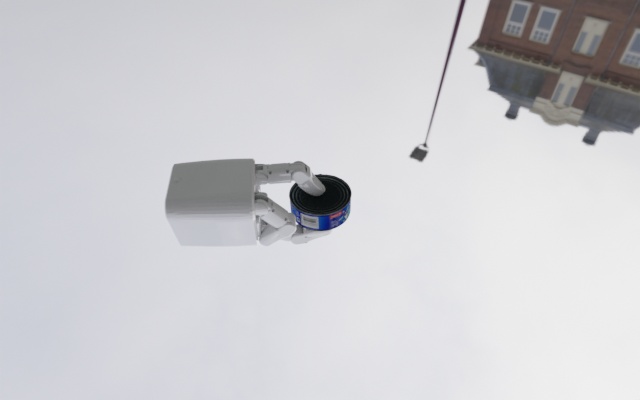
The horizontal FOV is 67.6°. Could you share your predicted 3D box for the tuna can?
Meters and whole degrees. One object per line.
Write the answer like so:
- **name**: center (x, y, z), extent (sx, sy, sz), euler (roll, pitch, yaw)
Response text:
- **tuna can**: center (0.000, 0.003, 0.662), extent (0.086, 0.034, 0.086), euler (-1, 41, 1)
